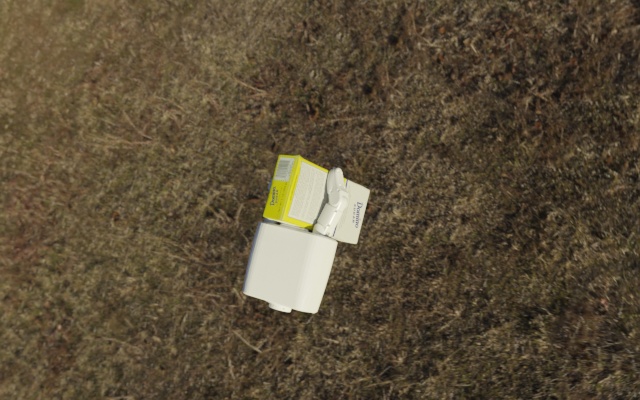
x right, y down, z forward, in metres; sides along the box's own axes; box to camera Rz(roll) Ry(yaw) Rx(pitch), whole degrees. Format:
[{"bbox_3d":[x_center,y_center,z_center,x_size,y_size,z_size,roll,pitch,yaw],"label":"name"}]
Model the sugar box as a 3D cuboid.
[{"bbox_3d":[0.000,0.002,0.709,0.048,0.093,0.176,9,-9,39],"label":"sugar box"}]
